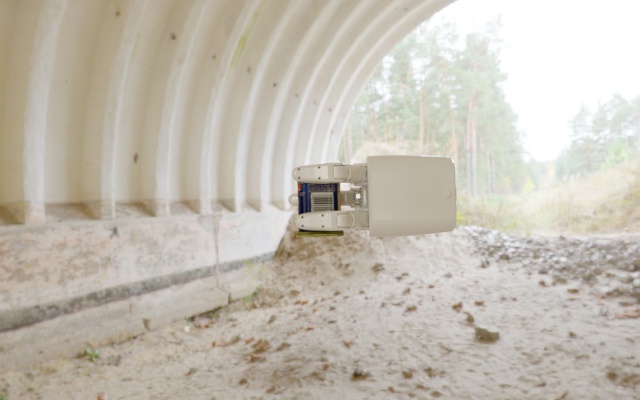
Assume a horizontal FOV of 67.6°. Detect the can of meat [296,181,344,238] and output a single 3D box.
[{"bbox_3d":[0.000,0.002,0.604,0.057,0.084,0.102,-1,-1,3],"label":"can of meat"}]
